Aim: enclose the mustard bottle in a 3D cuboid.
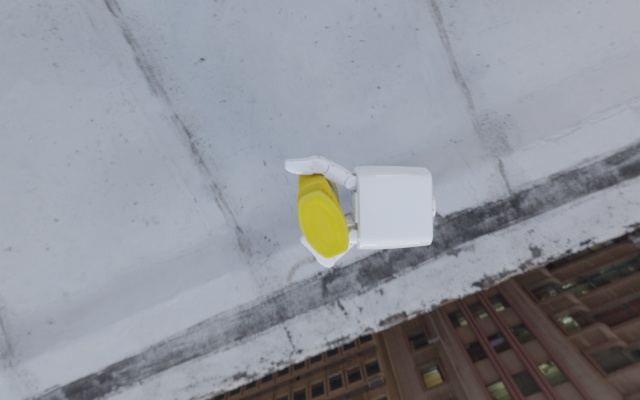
[{"bbox_3d":[0.000,0.002,0.689,0.058,0.096,0.191,-25,18,6],"label":"mustard bottle"}]
